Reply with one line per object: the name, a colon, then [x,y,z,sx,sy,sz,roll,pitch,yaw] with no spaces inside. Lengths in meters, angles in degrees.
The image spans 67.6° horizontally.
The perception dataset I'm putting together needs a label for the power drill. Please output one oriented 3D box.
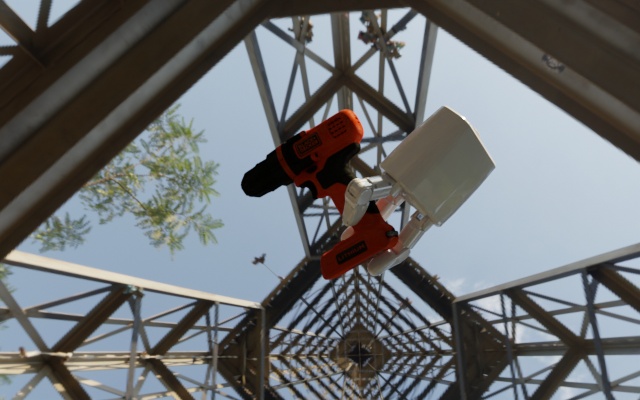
power drill: [0.001,0.002,0.611,0.184,0.187,0.057,-30,-11,19]
